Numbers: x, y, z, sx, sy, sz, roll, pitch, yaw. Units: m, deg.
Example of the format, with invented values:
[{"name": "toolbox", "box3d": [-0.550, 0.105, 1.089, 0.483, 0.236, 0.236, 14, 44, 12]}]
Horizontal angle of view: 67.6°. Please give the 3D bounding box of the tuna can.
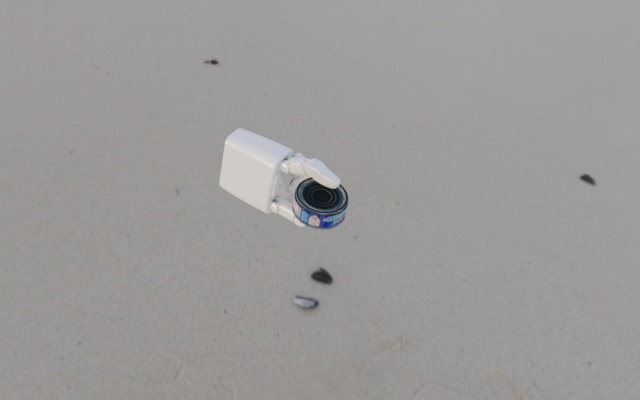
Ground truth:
[{"name": "tuna can", "box3d": [0.000, 0.002, 0.740, 0.086, 0.086, 0.034, 6, -46, -6]}]
